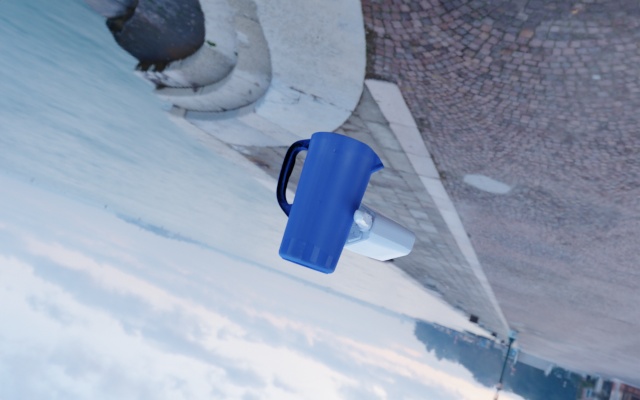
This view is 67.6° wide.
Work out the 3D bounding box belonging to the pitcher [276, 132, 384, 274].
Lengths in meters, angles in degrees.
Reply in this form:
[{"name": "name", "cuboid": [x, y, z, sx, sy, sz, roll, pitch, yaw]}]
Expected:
[{"name": "pitcher", "cuboid": [0.000, 0.003, 0.882, 0.145, 0.243, 0.149, 24, -10, -28]}]
